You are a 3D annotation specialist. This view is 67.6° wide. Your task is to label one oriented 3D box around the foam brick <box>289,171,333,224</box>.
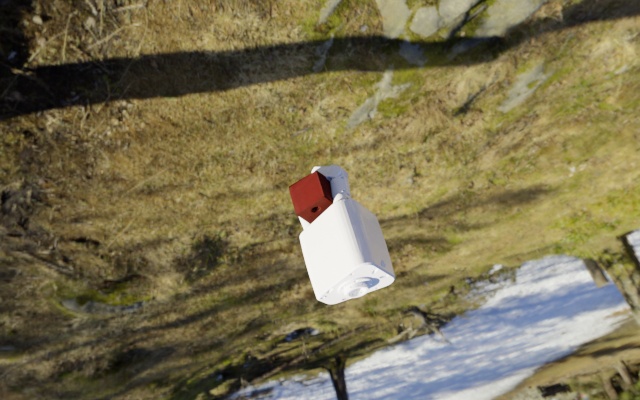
[{"bbox_3d":[0.000,0.002,0.705,0.053,0.051,0.078,-31,-38,21],"label":"foam brick"}]
